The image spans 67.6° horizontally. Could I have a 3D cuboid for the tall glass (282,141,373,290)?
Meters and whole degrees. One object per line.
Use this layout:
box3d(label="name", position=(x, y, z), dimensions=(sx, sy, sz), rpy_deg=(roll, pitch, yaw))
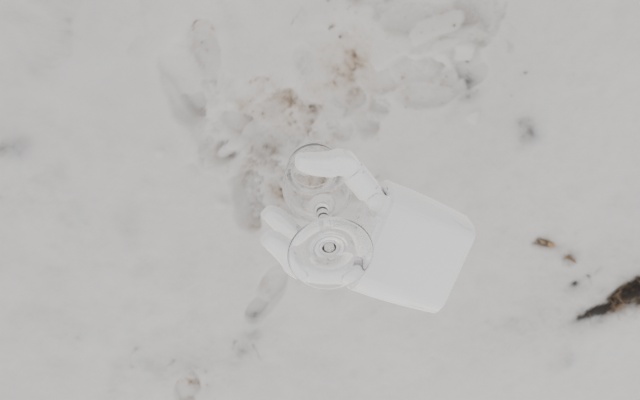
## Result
box3d(label="tall glass", position=(0.000, 0.002, 0.496), dimensions=(0.079, 0.079, 0.201), rpy_deg=(0, 27, -6))
